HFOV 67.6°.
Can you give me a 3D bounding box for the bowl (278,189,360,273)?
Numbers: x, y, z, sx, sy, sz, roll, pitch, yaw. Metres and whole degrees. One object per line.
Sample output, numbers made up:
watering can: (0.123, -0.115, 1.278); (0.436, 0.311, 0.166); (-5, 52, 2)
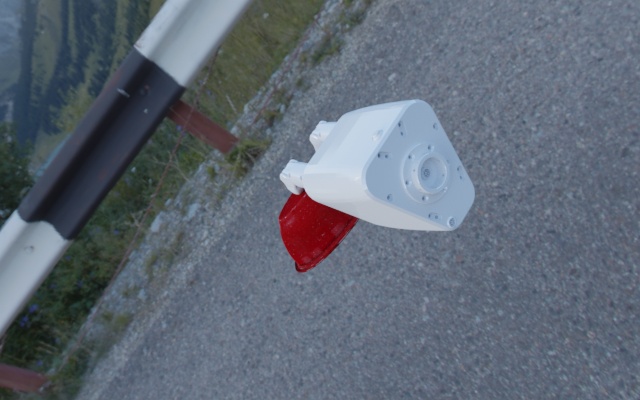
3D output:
bowl: (-0.001, 0.002, 0.555); (0.055, 0.162, 0.162); (37, -8, -11)
